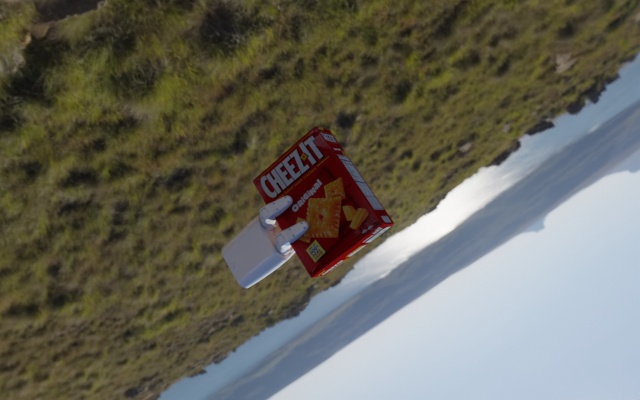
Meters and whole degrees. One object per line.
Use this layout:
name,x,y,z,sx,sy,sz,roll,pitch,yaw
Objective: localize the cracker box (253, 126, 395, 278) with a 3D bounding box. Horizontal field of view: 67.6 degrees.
cracker box,0.000,0.003,0.846,0.164,0.213,0.072,-39,-16,19
